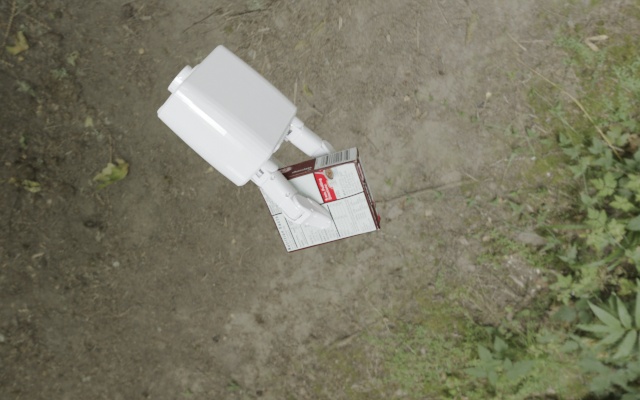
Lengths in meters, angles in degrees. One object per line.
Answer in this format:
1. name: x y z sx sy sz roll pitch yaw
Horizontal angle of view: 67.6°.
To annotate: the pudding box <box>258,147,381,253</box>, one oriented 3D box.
1. pudding box: 0.000 0.002 0.525 0.113 0.090 0.039 -14 26 14
